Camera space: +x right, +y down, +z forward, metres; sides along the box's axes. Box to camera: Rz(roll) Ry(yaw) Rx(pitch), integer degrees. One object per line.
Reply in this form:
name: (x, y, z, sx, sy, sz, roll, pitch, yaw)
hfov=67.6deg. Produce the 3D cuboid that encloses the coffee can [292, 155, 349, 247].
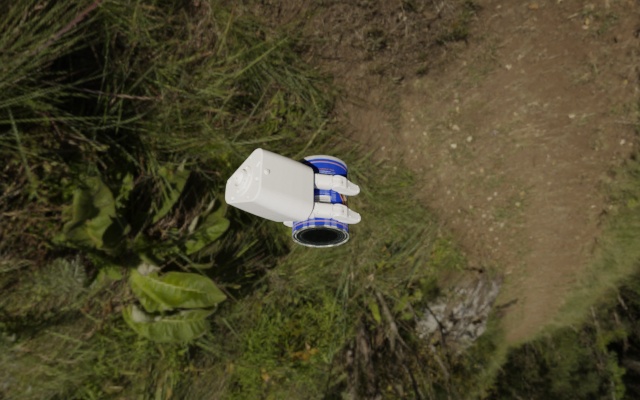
coffee can: (0.000, 0.003, 0.874, 0.103, 0.140, 0.103, 0, -25, 0)
